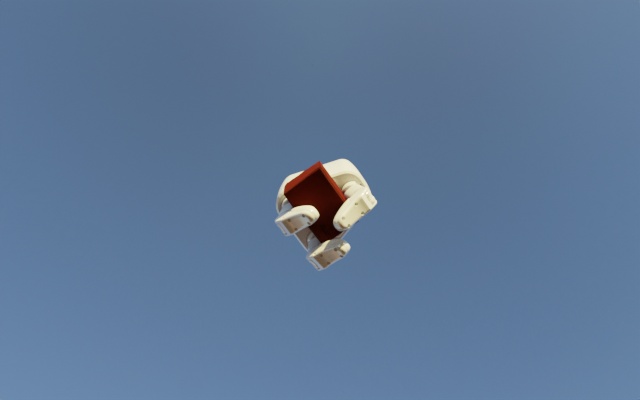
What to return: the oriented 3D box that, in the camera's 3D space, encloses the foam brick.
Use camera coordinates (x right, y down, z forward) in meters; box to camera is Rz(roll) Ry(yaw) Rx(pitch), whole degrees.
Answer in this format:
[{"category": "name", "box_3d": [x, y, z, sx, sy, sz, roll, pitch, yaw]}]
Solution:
[{"category": "foam brick", "box_3d": [0.000, 0.002, 0.553, 0.053, 0.078, 0.051, -34, 14, 7]}]
